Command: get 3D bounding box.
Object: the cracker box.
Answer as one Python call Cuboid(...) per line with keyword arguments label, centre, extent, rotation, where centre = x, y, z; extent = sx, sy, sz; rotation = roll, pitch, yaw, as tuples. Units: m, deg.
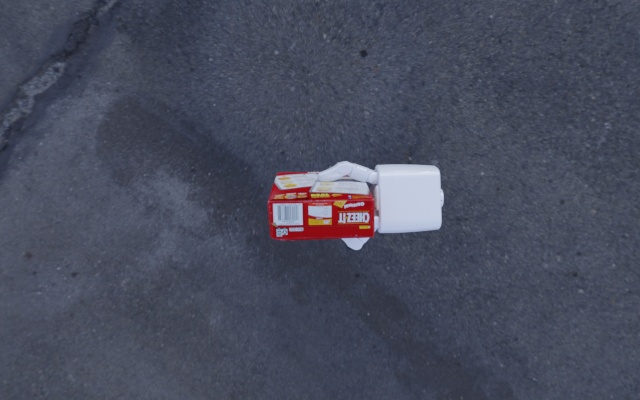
Cuboid(label="cracker box", centre=(0.000, 0.003, 0.826), extent=(0.164, 0.072, 0.213), rotation=(-2, 15, -1))
